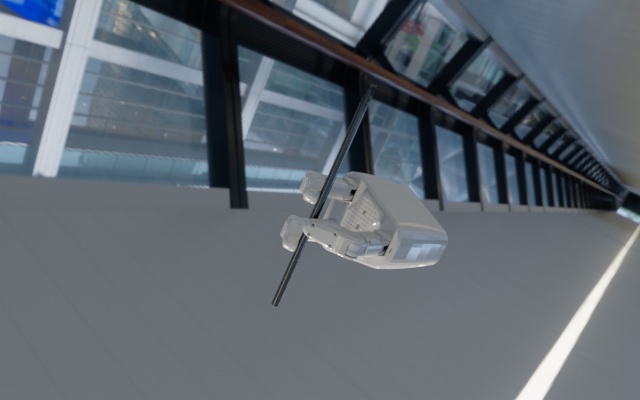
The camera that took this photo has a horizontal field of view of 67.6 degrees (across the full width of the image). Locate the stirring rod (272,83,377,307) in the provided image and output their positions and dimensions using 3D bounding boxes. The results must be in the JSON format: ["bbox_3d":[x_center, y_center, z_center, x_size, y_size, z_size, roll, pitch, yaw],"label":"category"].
[{"bbox_3d":[0.000,0.001,0.461,0.011,0.239,0.011,22,16,-7],"label":"stirring rod"}]
